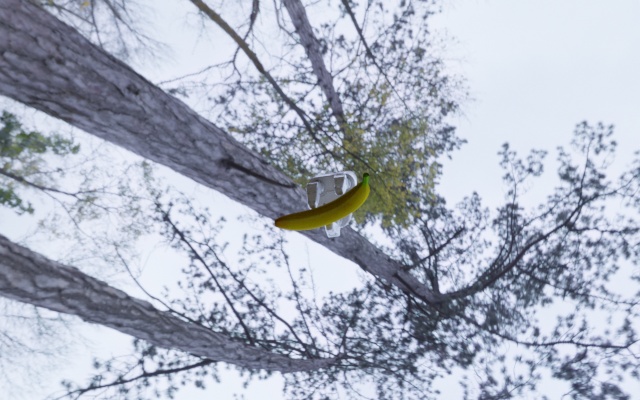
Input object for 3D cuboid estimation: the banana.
[{"bbox_3d":[0.013,0.013,0.866,0.198,0.070,0.037,-29,35,15],"label":"banana"}]
